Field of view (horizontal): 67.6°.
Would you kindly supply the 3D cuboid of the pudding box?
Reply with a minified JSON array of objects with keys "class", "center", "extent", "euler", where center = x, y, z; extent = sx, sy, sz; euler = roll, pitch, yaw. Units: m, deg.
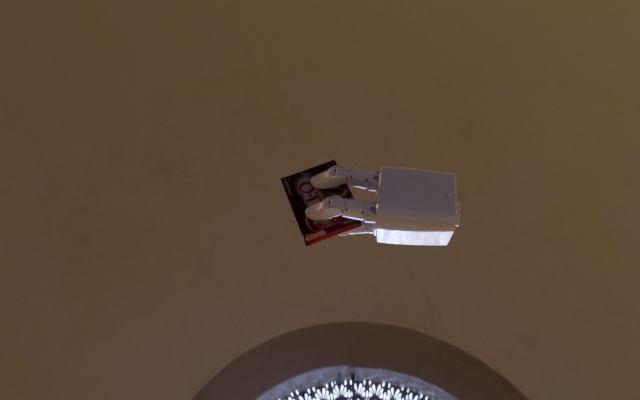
[{"class":"pudding box","center":[0.000,0.002,0.711],"extent":[0.090,0.113,0.039],"euler":[-19,-37,-7]}]
